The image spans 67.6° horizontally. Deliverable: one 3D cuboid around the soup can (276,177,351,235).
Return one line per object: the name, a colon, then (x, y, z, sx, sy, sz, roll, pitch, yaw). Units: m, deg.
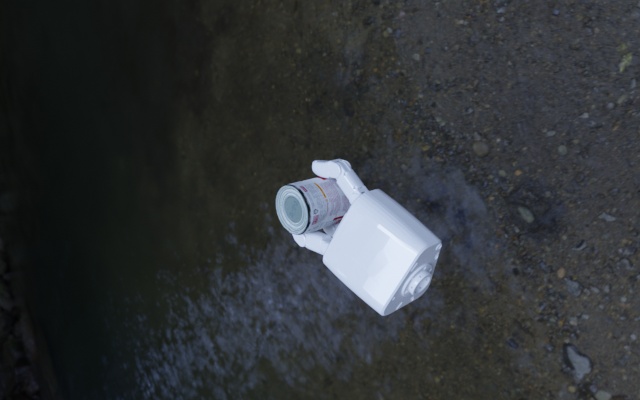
soup can: (0.000, 0.002, 0.638, 0.102, 0.068, 0.068, -16, 10, -40)
